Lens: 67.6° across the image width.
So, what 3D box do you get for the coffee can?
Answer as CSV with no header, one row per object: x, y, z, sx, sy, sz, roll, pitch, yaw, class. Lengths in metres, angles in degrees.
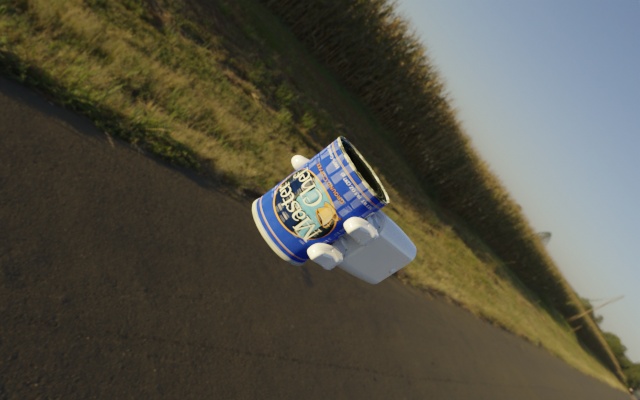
0.000,0.002,0.600,0.140,0.103,0.103,-36,-11,15,coffee can
